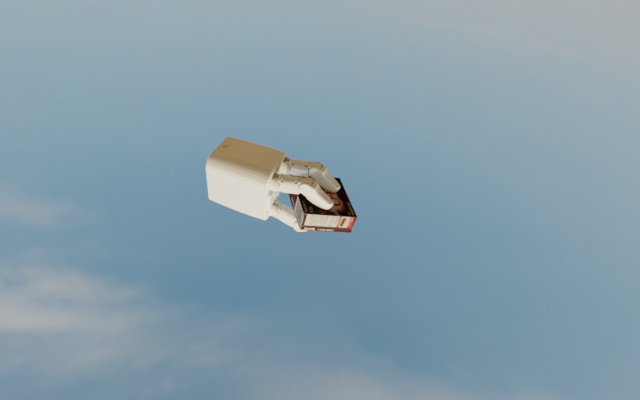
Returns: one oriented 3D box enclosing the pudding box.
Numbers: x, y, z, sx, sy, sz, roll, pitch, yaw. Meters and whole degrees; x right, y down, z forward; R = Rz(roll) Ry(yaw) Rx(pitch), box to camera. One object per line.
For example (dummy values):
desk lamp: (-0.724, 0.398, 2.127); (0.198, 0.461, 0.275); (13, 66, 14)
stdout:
pudding box: (0.000, 0.003, 0.781); (0.090, 0.039, 0.113); (4, 38, -19)
